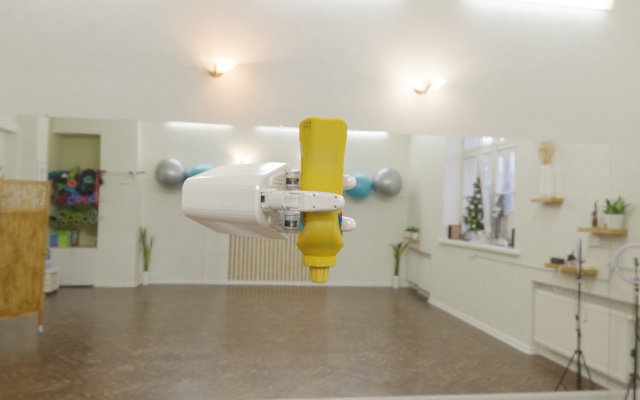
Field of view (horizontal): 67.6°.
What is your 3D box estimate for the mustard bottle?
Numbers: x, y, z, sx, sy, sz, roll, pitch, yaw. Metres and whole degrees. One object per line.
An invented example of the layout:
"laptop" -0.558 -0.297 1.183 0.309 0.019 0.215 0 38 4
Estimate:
"mustard bottle" 0.000 0.002 0.570 0.058 0.191 0.096 2 -1 -5
